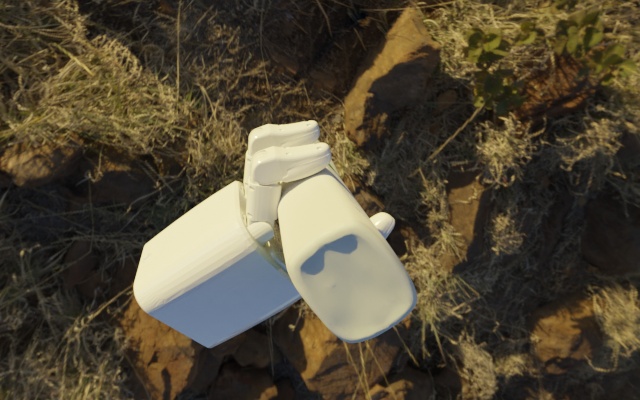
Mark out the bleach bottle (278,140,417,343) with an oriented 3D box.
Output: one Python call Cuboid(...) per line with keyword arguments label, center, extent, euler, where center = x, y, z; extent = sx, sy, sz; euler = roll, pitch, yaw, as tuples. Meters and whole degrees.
Cuboid(label="bleach bottle", center=(0.000, 0.001, 0.423), extent=(0.068, 0.103, 0.250), euler=(-33, 28, 6))
